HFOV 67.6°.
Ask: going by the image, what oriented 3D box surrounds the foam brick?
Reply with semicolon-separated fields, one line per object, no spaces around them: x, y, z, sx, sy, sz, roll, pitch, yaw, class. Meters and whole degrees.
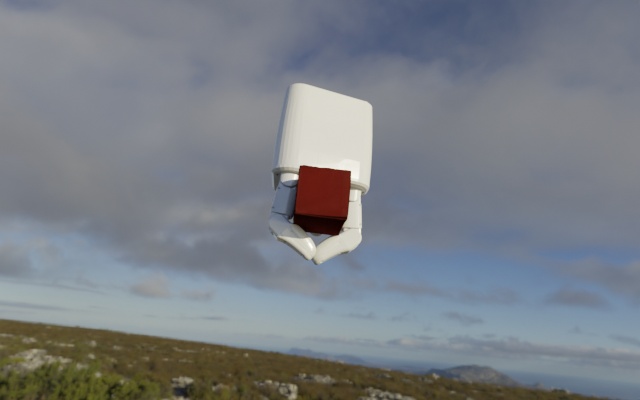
0.000;0.002;0.493;0.053;0.051;0.078;7;-16;-3;foam brick
